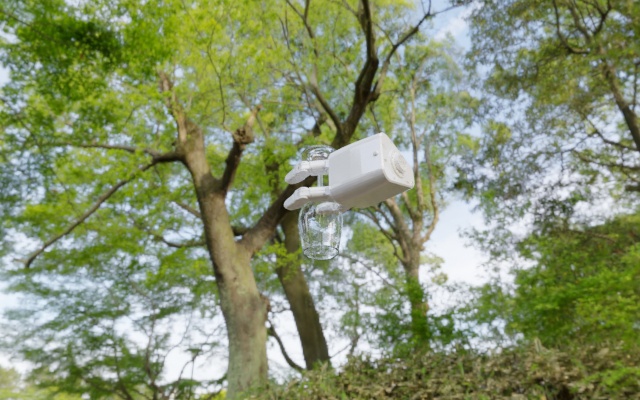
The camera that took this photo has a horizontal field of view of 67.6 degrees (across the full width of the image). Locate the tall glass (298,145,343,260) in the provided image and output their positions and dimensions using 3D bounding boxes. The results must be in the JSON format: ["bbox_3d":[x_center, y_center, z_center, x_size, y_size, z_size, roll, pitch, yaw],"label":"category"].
[{"bbox_3d":[0.000,0.002,0.858,0.079,0.201,0.079,0,-29,0],"label":"tall glass"}]
